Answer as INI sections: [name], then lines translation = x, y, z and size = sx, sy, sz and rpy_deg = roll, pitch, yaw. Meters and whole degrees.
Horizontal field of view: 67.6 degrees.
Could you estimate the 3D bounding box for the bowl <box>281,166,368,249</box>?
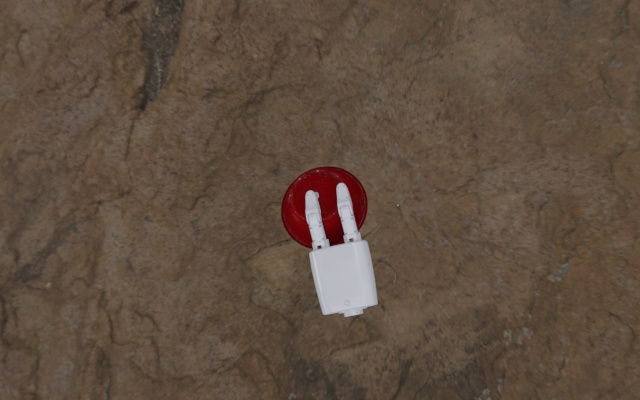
[bowl]
translation = 0.000, 0.002, 0.844
size = 0.162, 0.162, 0.055
rpy_deg = 0, -21, 14
